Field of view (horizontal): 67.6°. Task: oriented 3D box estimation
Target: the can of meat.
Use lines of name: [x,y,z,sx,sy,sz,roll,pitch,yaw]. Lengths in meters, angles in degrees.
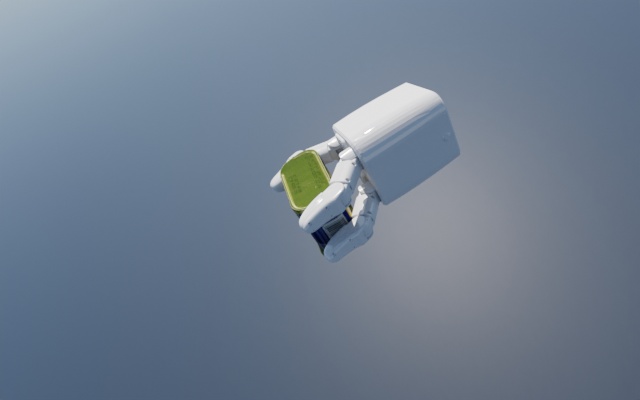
can of meat: [0.000,0.002,0.549,0.057,0.084,0.102,-29,41,4]
